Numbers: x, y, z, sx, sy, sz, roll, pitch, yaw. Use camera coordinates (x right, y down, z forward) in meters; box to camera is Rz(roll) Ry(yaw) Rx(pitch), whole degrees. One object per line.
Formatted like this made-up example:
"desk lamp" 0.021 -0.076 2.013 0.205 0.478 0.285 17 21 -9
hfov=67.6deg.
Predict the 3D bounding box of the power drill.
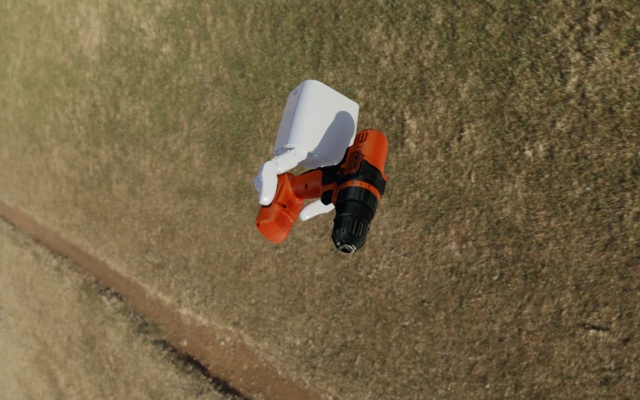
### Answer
"power drill" 0.000 0.002 0.633 0.188 0.184 0.057 -17 -49 38
